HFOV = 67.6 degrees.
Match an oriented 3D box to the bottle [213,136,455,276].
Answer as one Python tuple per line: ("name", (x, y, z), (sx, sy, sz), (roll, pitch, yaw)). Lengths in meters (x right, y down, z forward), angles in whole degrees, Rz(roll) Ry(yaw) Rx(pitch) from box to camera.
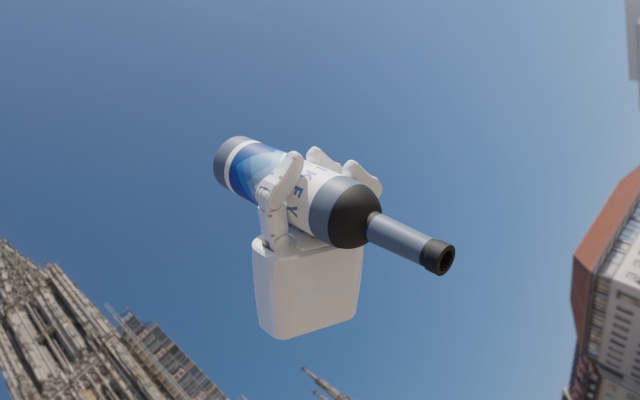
("bottle", (0.000, 0.001, 0.479), (0.069, 0.069, 0.295), (0, 19, -46))
